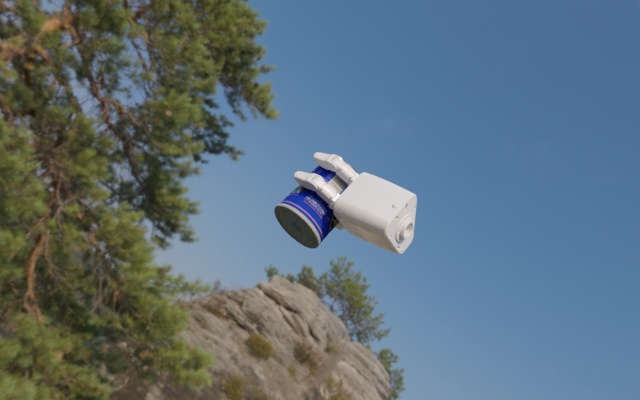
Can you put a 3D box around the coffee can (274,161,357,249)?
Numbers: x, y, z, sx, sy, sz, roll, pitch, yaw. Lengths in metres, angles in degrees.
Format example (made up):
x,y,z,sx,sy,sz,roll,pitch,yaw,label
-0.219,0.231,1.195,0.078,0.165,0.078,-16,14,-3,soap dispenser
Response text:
x,y,z,sx,sy,sz,roll,pitch,yaw,label
0.000,0.003,0.870,0.140,0.103,0.103,-46,24,-25,coffee can
